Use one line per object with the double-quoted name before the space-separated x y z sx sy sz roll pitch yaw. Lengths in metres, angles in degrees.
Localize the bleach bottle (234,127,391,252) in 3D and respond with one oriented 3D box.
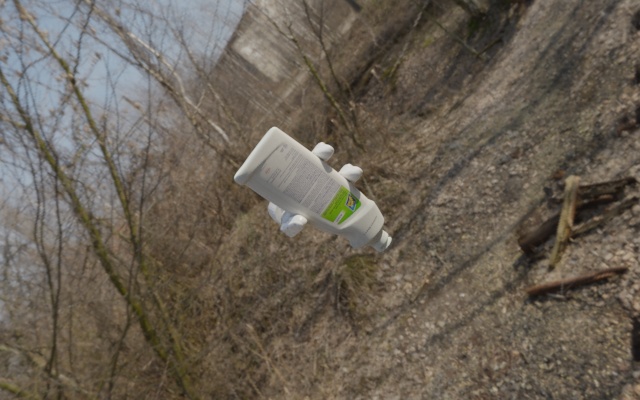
"bleach bottle" 0.000 0.002 0.724 0.251 0.102 0.068 37 -5 -13
